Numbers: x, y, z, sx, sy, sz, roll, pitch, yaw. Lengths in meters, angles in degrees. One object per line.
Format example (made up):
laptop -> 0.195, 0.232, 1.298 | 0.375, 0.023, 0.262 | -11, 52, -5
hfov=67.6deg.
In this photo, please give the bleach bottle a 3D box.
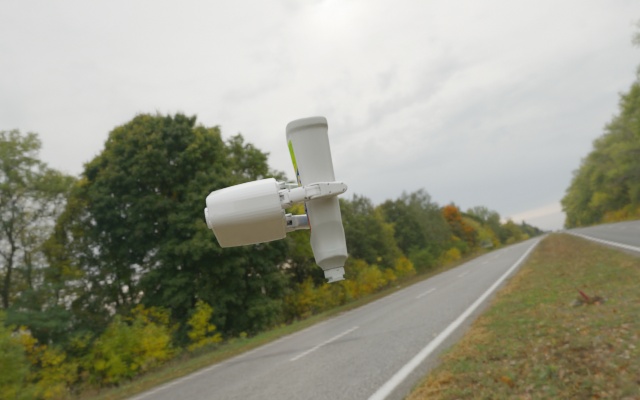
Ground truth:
bleach bottle -> 0.000, 0.002, 0.752 | 0.068, 0.250, 0.102 | -11, -10, -6
